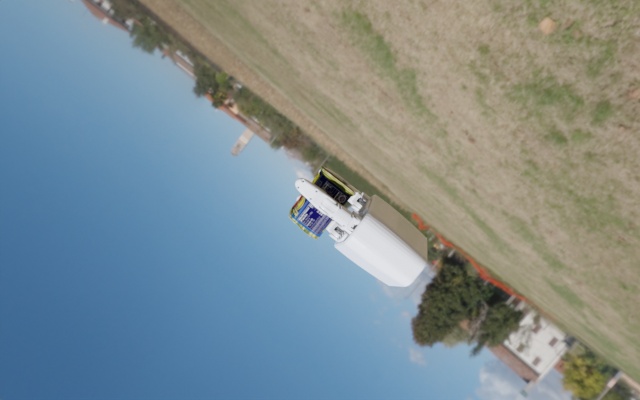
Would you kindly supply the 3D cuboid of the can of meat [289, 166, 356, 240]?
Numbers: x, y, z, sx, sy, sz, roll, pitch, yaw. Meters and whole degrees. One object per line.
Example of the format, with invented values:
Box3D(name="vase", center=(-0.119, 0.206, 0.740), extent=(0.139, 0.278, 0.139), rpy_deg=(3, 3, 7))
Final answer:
Box3D(name="can of meat", center=(0.000, 0.002, 0.684), extent=(0.057, 0.084, 0.102), rpy_deg=(37, 5, -5))
